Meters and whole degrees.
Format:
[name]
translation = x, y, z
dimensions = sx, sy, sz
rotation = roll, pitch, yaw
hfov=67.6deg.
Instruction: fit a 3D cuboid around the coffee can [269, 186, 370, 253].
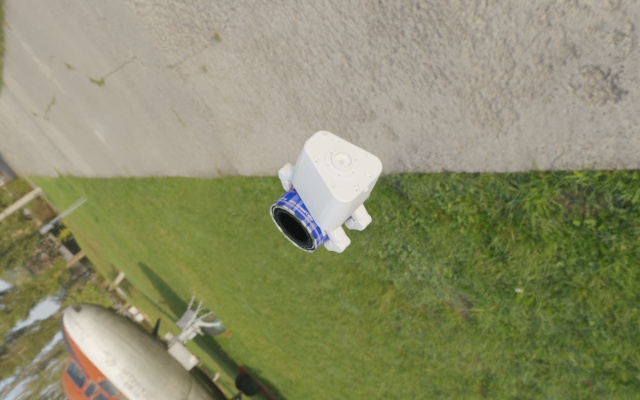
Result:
[coffee can]
translation = 0.000, 0.003, 0.796
dimensions = 0.140, 0.103, 0.103
rotation = -44, 22, -25
